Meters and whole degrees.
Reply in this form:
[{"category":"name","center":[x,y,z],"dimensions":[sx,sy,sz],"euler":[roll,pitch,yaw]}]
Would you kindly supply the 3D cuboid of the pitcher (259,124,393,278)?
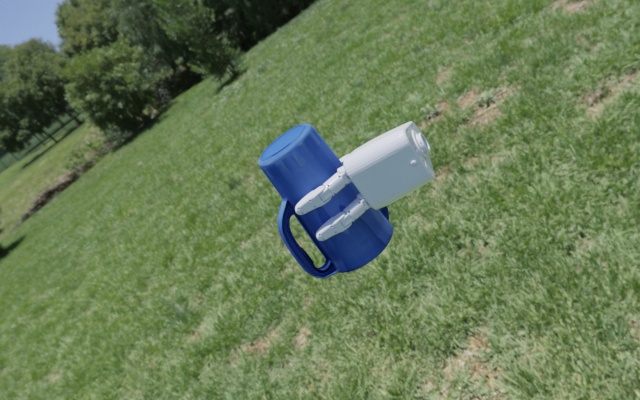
[{"category":"pitcher","center":[0.000,0.003,0.804],"dimensions":[0.145,0.243,0.149],"euler":[-27,23,26]}]
